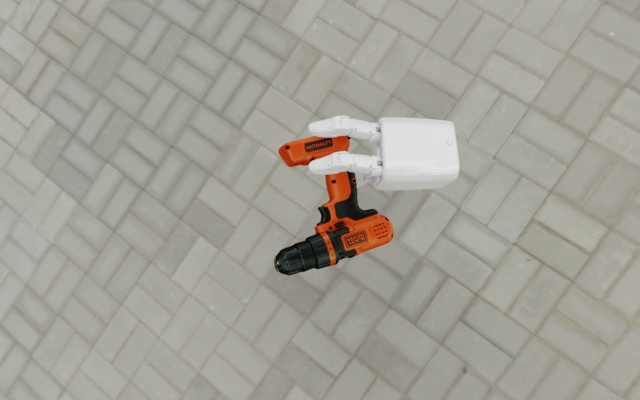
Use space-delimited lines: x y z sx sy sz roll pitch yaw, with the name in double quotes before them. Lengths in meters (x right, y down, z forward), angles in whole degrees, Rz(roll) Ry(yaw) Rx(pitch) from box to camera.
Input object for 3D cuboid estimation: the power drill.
"power drill" 0.000 0.002 0.701 0.184 0.187 0.057 -17 -1 -17
